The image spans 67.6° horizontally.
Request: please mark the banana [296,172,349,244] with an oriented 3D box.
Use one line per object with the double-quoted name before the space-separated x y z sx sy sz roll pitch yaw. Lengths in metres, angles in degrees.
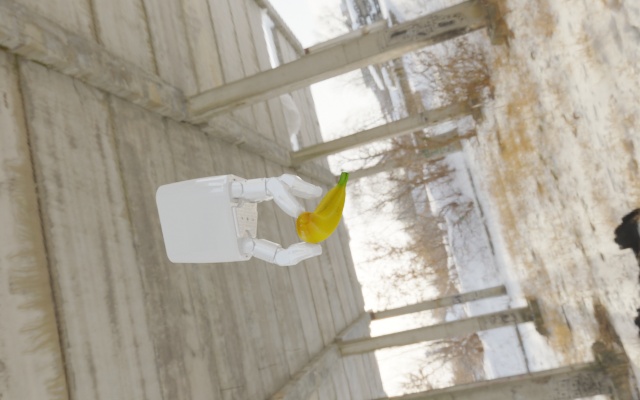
"banana" 0.001 0.019 0.632 0.037 0.070 0.197 4 20 14
